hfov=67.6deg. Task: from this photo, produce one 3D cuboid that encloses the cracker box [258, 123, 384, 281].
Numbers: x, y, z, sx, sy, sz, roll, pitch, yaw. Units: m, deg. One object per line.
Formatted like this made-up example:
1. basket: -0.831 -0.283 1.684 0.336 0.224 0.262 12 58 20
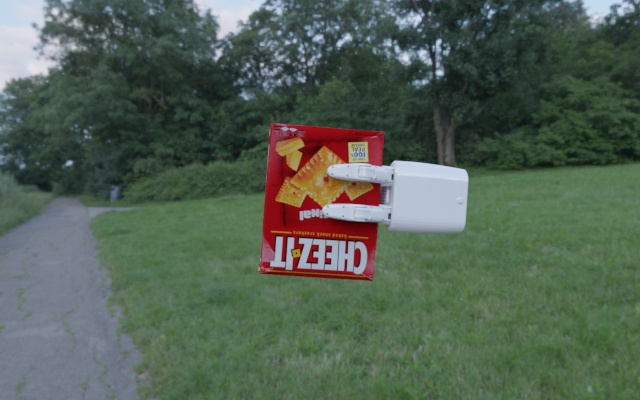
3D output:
1. cracker box: 0.000 0.002 0.690 0.164 0.213 0.072 4 -1 -5
